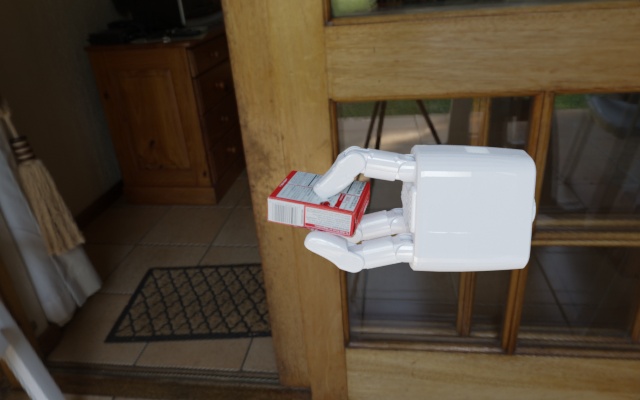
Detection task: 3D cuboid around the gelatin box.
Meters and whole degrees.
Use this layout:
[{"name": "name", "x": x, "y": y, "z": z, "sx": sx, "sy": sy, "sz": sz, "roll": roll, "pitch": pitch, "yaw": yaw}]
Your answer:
[{"name": "gelatin box", "x": 0.000, "y": 0.001, "z": 0.481, "sx": 0.089, "sy": 0.030, "sz": 0.073, "roll": 11, "pitch": 28, "yaw": 12}]
